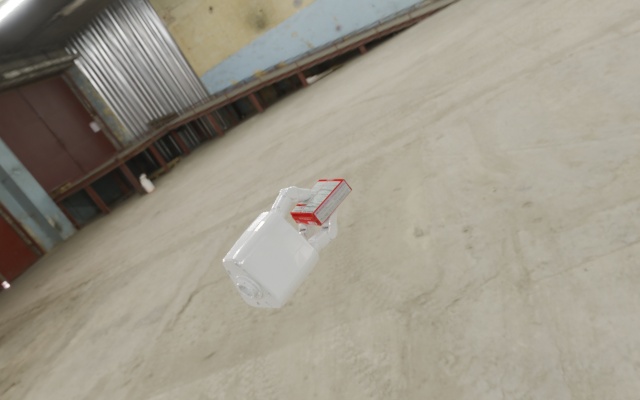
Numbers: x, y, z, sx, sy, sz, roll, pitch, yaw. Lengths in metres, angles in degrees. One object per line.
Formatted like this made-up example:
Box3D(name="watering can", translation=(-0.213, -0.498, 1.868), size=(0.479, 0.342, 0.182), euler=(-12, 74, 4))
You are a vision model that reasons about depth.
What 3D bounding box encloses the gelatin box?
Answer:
Box3D(name="gelatin box", translation=(0.000, 0.002, 0.807), size=(0.089, 0.030, 0.073), euler=(-49, 26, -23))
